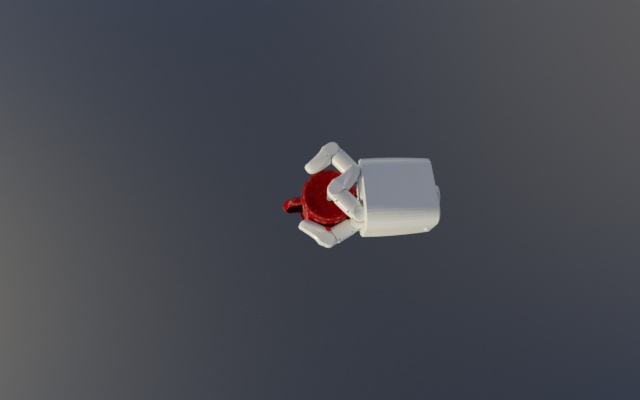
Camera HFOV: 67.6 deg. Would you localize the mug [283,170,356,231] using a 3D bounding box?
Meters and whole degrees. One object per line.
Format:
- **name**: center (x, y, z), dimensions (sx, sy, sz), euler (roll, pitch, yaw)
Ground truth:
- **mug**: center (-0.001, 0.002, 0.746), dimensions (0.117, 0.093, 0.081), euler (-4, -15, -2)
